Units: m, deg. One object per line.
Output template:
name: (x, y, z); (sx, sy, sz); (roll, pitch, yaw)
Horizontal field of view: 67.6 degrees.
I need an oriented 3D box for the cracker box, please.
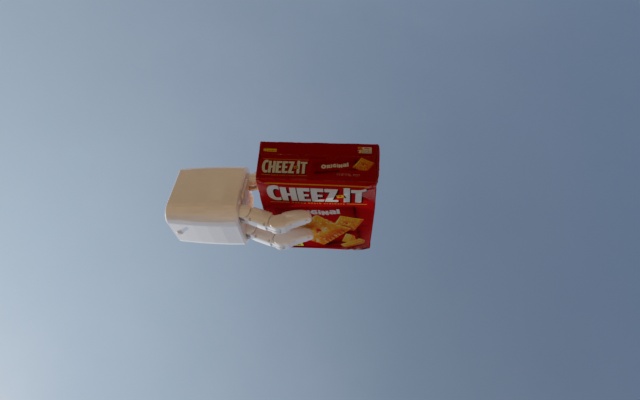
cracker box: (0.000, 0.002, 0.721); (0.164, 0.072, 0.214); (1, -29, 3)
